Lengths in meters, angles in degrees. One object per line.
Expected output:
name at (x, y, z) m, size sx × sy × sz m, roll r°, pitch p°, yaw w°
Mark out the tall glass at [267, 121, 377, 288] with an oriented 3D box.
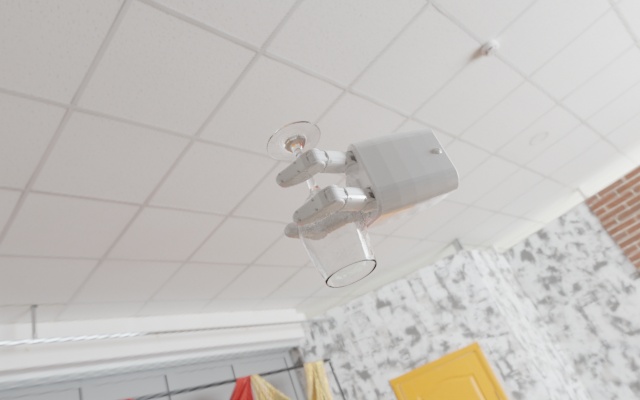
tall glass at (0.000, 0.001, 0.576) m, size 0.079 × 0.201 × 0.079 m, roll -17°, pitch -29°, yaw -10°
